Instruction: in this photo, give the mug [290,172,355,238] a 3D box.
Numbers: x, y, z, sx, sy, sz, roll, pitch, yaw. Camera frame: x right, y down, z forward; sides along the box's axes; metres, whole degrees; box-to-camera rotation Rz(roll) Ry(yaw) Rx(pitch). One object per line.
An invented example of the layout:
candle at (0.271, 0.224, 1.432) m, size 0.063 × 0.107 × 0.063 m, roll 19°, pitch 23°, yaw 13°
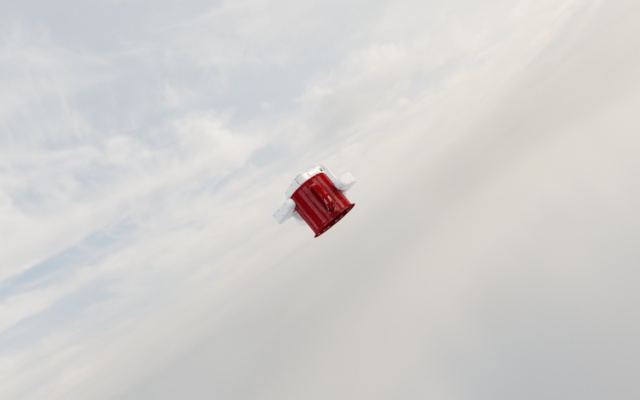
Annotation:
mug at (0.000, 0.002, 0.822) m, size 0.093 × 0.081 × 0.117 m, roll -39°, pitch -9°, yaw -8°
